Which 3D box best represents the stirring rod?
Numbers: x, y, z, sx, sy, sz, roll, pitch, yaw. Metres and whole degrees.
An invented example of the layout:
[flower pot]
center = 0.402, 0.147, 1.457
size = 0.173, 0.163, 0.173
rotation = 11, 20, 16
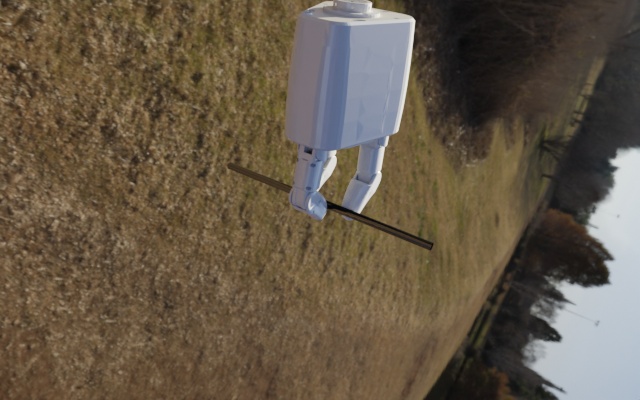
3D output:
[stirring rod]
center = 0.000, 0.002, 0.486
size = 0.239, 0.011, 0.011
rotation = 22, 9, 24
